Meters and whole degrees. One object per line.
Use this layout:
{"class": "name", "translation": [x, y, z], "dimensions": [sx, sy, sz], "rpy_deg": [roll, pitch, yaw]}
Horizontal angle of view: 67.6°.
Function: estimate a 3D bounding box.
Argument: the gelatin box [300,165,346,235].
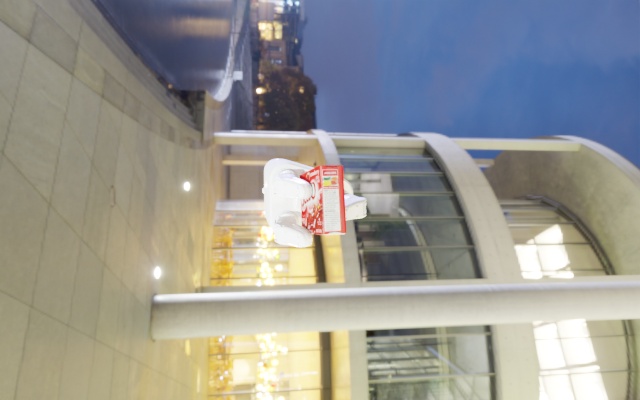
{"class": "gelatin box", "translation": [0.001, 0.002, 0.536], "dimensions": [0.030, 0.073, 0.089], "rpy_deg": [-1, -3, -17]}
